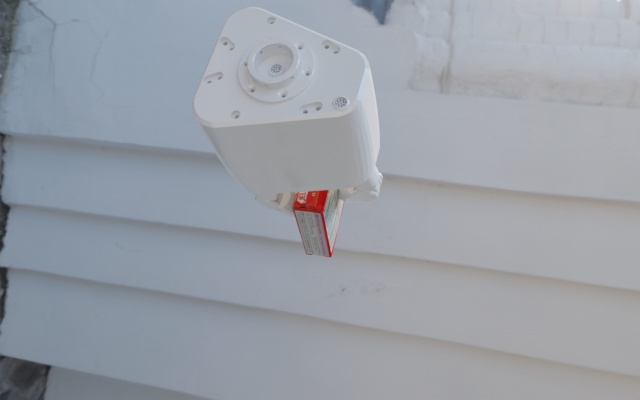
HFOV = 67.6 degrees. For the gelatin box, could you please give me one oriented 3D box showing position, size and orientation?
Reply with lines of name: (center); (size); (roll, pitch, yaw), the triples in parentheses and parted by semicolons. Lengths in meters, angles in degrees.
gelatin box: (0.001, 0.002, 0.456); (0.030, 0.073, 0.089); (6, -32, 13)
